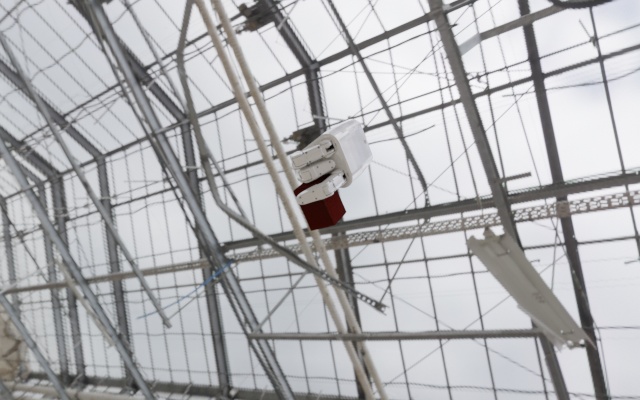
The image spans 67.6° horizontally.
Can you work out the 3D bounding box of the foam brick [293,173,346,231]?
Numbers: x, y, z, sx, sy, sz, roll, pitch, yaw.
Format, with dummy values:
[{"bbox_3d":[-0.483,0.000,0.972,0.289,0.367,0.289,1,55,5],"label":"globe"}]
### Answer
[{"bbox_3d":[0.000,0.003,0.812,0.053,0.078,0.051,-13,18,34],"label":"foam brick"}]
